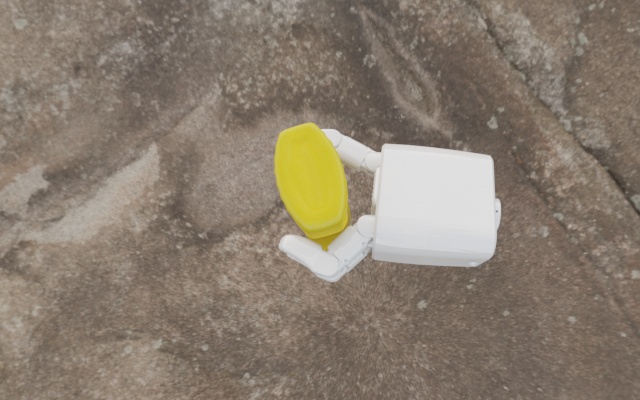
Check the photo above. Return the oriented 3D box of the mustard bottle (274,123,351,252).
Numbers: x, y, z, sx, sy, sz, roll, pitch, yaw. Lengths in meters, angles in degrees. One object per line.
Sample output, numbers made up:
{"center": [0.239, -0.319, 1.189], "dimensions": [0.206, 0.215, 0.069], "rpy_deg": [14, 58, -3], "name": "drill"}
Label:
{"center": [0.000, 0.002, 0.484], "dimensions": [0.058, 0.096, 0.192], "rpy_deg": [-18, -15, 1], "name": "mustard bottle"}
